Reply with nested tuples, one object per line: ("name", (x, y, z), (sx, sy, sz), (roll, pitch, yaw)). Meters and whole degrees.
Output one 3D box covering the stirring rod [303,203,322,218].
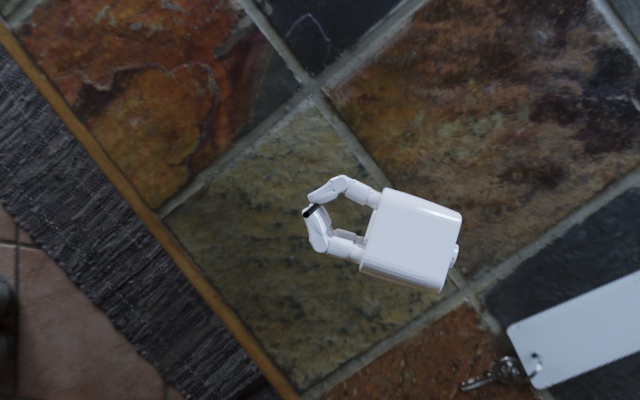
("stirring rod", (0.000, 0.002, 0.673), (0.011, 0.011, 0.239), (0, 7, 8))
